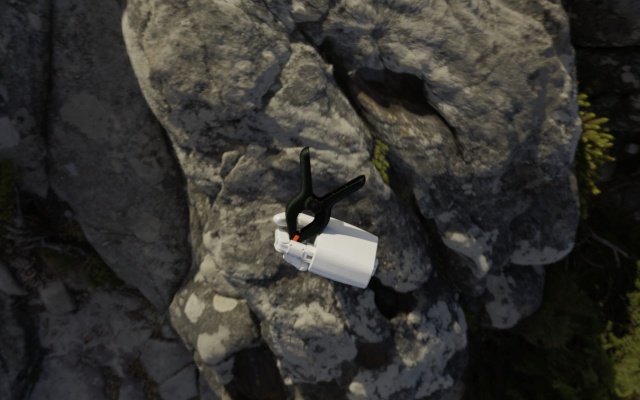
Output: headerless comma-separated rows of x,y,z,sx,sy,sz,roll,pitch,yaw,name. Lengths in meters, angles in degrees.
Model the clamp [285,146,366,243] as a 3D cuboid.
0.000,0.003,0.821,0.120,0.171,0.039,20,19,-1,clamp
